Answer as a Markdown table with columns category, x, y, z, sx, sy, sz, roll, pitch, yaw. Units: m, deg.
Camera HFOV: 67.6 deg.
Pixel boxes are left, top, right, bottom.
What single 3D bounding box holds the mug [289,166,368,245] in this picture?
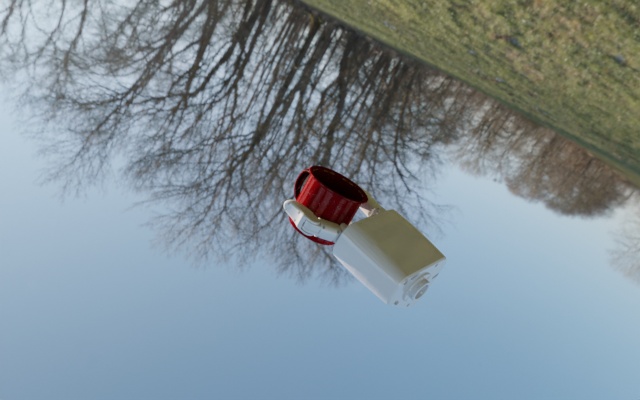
| category | x | y | z | sx | sy | sz | roll | pitch | yaw |
| --- | --- | --- | --- | --- | --- | --- | --- | --- | --- |
| mug | -0.001 | 0.002 | 0.683 | 0.093 | 0.081 | 0.117 | 5 | 31 | -50 |
